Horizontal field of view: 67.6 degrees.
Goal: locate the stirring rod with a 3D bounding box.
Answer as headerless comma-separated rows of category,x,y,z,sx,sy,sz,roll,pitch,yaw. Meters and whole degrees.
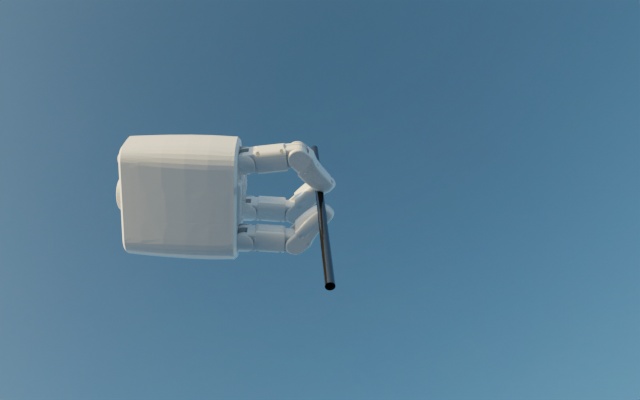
stirring rod,0.000,0.001,0.456,0.011,0.011,0.239,0,31,-4
